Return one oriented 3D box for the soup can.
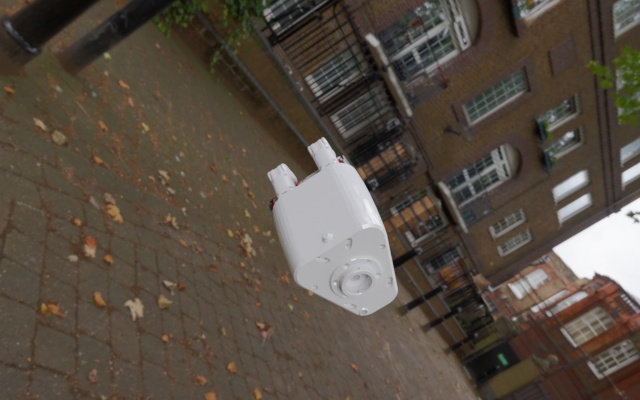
[{"bbox_3d":[0.000,0.001,0.553,0.102,0.068,0.068,-32,-4,7],"label":"soup can"}]
